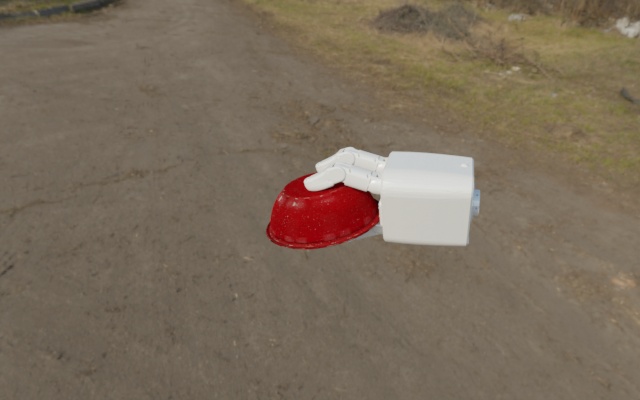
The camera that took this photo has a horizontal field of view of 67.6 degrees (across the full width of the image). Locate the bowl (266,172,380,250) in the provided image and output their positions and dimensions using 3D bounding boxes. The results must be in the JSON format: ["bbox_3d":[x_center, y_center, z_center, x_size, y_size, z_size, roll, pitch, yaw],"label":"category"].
[{"bbox_3d":[-0.001,0.002,0.638,0.162,0.055,0.162,-11,22,5],"label":"bowl"}]
